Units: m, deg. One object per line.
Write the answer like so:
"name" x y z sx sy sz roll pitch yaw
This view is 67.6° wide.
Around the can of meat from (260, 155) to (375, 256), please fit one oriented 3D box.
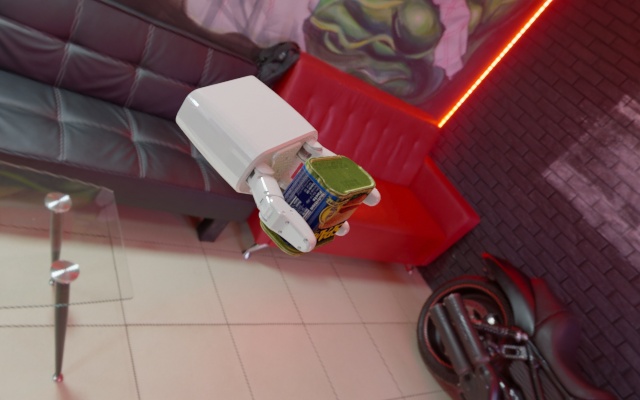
"can of meat" 0.000 0.001 0.491 0.057 0.084 0.102 46 27 16
